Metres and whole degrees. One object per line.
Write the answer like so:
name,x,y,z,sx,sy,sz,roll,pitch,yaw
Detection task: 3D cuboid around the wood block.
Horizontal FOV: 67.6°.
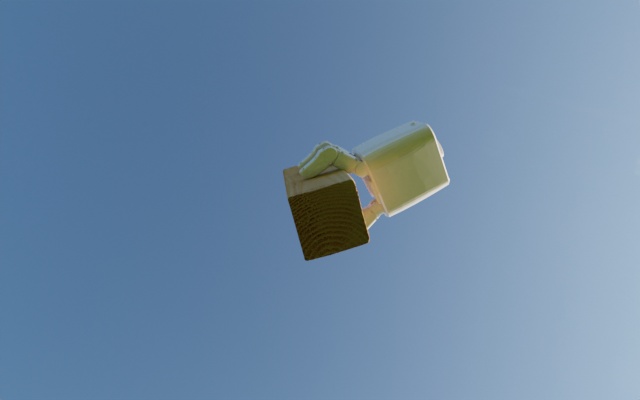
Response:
wood block,0.001,0.002,0.703,0.090,0.091,0.206,-16,14,-2
